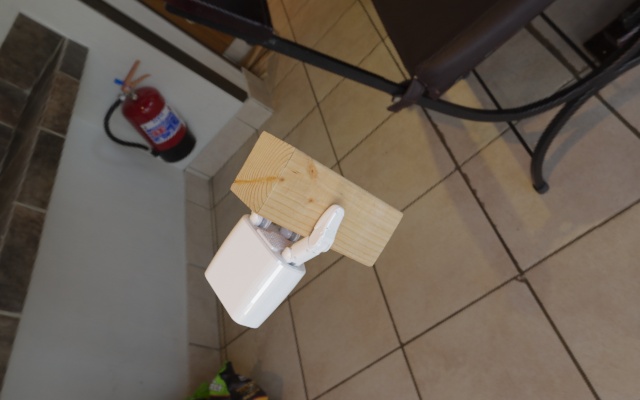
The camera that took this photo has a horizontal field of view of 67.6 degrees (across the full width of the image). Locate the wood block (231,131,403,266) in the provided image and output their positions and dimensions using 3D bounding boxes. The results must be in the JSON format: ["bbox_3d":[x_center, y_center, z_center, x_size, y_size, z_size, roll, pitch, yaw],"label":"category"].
[{"bbox_3d":[0.000,0.002,0.636,0.206,0.090,0.090,28,4,-37],"label":"wood block"}]
